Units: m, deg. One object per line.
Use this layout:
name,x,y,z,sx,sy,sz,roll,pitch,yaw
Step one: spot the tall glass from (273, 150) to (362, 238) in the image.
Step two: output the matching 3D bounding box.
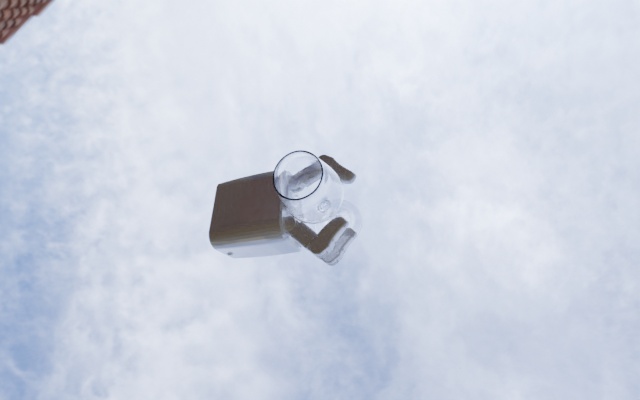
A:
tall glass,0.000,0.002,0.637,0.079,0.079,0.201,0,-19,16
